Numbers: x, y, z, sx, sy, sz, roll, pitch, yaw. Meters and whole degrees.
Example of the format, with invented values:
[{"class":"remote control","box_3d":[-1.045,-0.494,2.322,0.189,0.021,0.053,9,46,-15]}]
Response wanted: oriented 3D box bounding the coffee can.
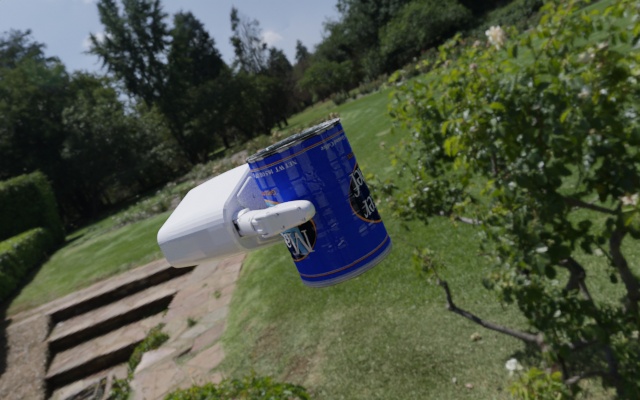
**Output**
[{"class":"coffee can","box_3d":[0.000,0.002,0.485,0.103,0.140,0.102,-23,11,5]}]
